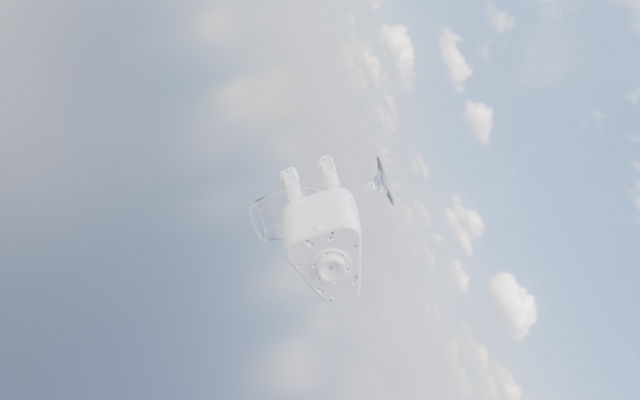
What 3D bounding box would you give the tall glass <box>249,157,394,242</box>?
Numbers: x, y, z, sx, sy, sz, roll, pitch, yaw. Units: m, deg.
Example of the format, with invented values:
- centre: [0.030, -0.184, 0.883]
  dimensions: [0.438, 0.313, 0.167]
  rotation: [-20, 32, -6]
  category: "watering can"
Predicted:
- centre: [0.001, 0.002, 0.699]
  dimensions: [0.201, 0.079, 0.079]
  rotation: [-18, -2, 4]
  category: "tall glass"
